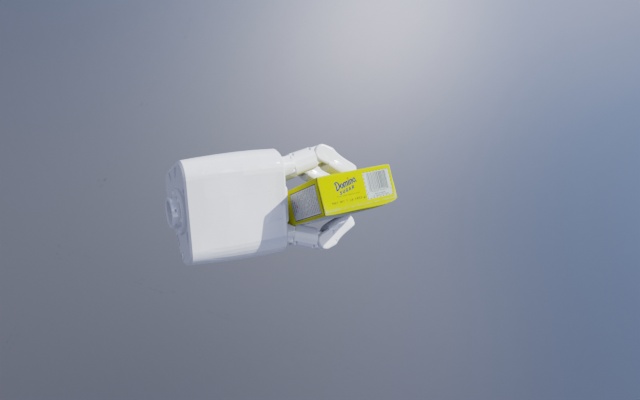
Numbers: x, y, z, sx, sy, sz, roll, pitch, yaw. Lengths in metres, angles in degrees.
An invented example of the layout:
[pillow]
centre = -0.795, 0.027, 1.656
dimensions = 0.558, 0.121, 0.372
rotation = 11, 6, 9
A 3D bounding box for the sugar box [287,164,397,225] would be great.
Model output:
[sugar box]
centre = 0.000, 0.001, 0.561
dimensions = 0.093, 0.048, 0.176
rotation = -11, -2, -29
